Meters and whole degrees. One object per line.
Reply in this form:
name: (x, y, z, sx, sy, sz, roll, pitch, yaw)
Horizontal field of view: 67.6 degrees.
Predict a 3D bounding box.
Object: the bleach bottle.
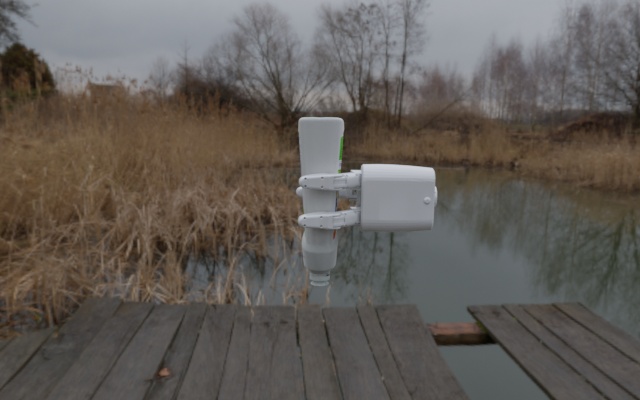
bleach bottle: (0.000, 0.002, 0.725, 0.068, 0.251, 0.102, 1, 8, 3)
